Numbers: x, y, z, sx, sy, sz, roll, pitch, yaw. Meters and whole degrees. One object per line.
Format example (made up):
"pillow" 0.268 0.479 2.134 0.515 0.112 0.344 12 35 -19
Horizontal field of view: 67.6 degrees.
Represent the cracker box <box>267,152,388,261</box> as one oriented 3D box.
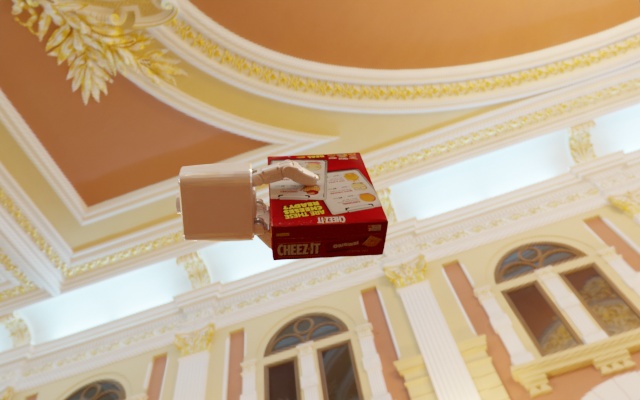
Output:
"cracker box" 0.000 0.002 0.753 0.164 0.072 0.213 -3 33 -6
